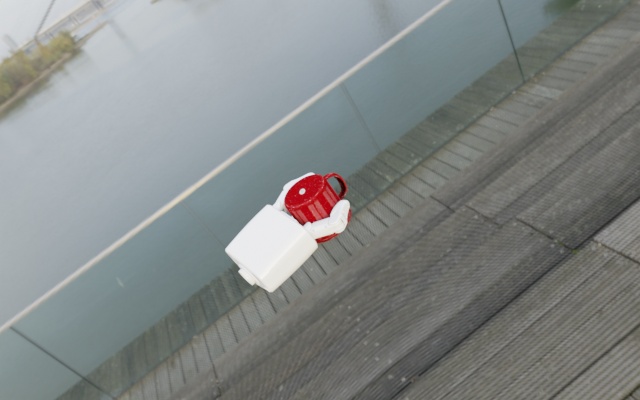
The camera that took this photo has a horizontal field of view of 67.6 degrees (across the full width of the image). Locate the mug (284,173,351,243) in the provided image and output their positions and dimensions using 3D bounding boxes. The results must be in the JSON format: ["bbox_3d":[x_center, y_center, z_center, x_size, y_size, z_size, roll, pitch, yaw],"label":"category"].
[{"bbox_3d":[0.001,0.001,0.803,0.093,0.117,0.081,19,-29,53],"label":"mug"}]
